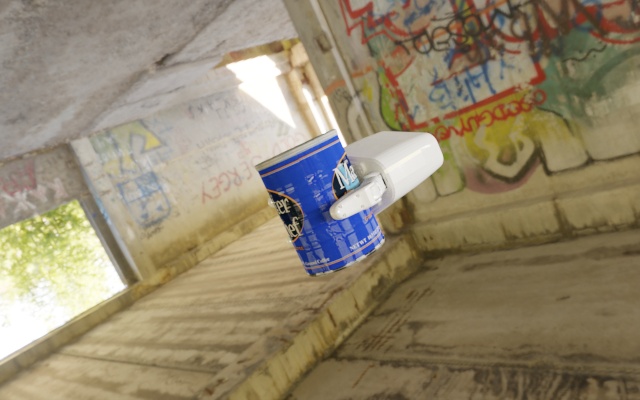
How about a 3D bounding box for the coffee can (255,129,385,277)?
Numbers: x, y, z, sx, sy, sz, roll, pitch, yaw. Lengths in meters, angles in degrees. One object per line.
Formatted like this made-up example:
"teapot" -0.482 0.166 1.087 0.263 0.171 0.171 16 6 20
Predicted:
"coffee can" 0.000 0.002 0.553 0.103 0.140 0.103 -24 8 4
